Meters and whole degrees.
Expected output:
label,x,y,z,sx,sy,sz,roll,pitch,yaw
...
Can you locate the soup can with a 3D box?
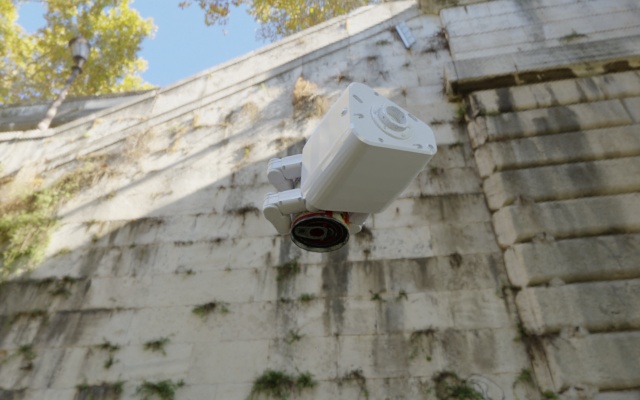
label,x,y,z,sx,sy,sz,roll,pitch,yaw
soup can,0.000,0.002,0.576,0.068,0.102,0.069,1,-40,1
